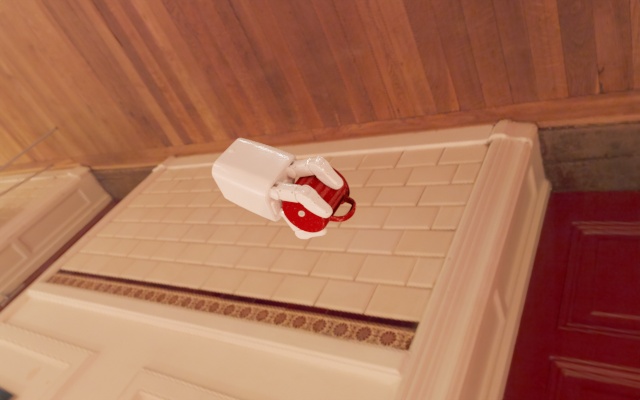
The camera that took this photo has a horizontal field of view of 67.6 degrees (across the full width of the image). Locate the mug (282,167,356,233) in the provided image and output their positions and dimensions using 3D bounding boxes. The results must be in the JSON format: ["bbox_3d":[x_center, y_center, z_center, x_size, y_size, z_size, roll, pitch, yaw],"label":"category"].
[{"bbox_3d":[0.001,0.003,0.776,0.117,0.093,0.081,22,50,16],"label":"mug"}]
